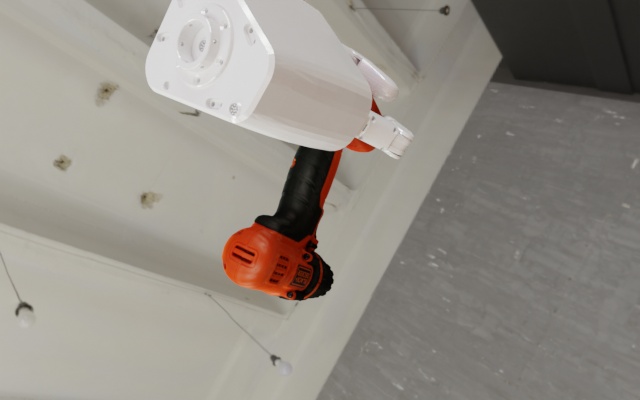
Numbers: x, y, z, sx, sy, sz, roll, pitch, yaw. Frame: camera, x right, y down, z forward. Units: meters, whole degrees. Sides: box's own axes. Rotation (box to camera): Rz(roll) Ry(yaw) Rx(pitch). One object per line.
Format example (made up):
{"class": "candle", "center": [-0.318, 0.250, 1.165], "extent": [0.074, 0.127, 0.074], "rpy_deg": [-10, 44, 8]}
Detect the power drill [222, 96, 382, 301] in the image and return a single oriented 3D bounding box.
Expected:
{"class": "power drill", "center": [0.000, 0.001, 0.434], "extent": [0.057, 0.187, 0.184], "rpy_deg": [20, -7, 20]}
